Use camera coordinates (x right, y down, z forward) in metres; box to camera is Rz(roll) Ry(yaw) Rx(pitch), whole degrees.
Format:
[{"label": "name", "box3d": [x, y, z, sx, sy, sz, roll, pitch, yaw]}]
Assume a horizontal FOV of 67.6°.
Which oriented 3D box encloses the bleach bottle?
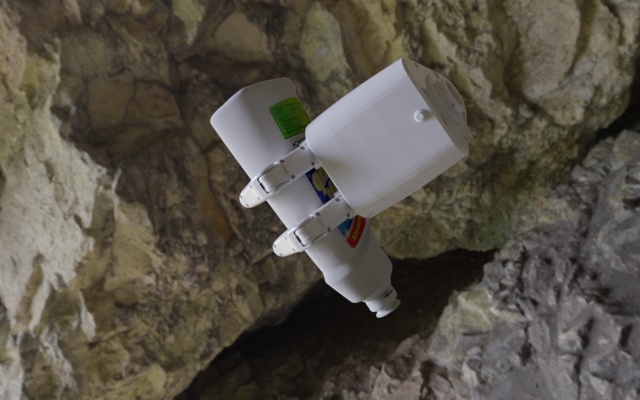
[{"label": "bleach bottle", "box3d": [0.000, 0.002, 0.476, 0.068, 0.251, 0.102, -33, 3, 31]}]
